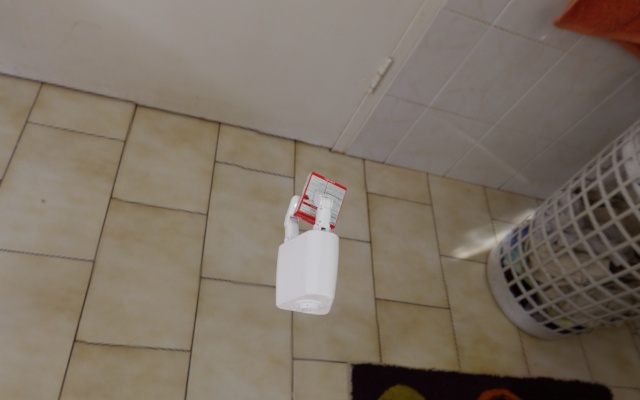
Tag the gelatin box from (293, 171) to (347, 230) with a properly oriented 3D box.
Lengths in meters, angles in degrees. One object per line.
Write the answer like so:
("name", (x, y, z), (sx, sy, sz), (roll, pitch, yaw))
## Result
("gelatin box", (0.000, 0.002, 0.853), (0.073, 0.089, 0.030), (25, -29, -10))
